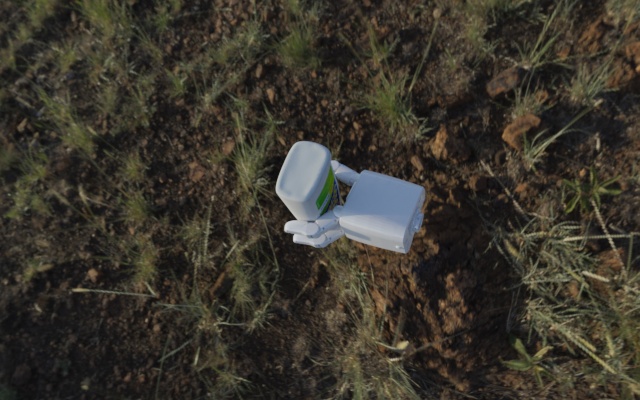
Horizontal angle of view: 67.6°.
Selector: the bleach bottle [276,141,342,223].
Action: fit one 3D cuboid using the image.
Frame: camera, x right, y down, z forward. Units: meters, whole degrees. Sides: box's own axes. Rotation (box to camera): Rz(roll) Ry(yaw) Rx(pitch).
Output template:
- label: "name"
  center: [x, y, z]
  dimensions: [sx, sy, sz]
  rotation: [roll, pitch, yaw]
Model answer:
- label: "bleach bottle"
  center: [0.000, 0.003, 0.817]
  dimensions: [0.068, 0.102, 0.251]
  rotation: [17, -17, 20]
